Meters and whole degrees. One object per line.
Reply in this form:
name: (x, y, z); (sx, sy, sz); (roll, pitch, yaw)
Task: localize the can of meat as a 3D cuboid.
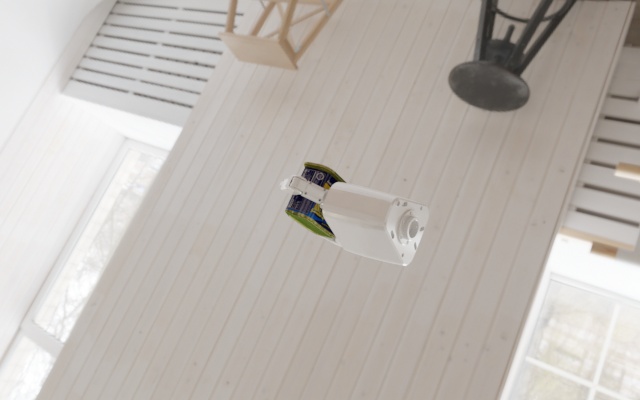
can of meat: (0.000, 0.003, 0.731); (0.057, 0.084, 0.102); (15, -16, 38)
